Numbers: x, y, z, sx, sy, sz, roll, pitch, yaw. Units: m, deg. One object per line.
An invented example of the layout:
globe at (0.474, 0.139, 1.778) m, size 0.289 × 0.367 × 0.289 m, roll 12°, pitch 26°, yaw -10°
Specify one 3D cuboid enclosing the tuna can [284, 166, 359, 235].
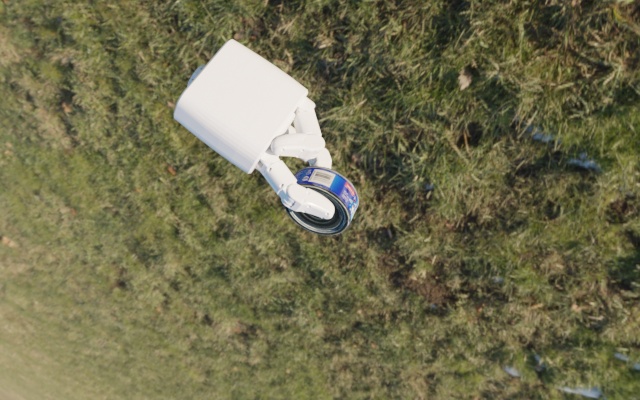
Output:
tuna can at (0.000, 0.002, 0.568) m, size 0.086 × 0.086 × 0.033 m, roll 0°, pitch 44°, yaw 28°
